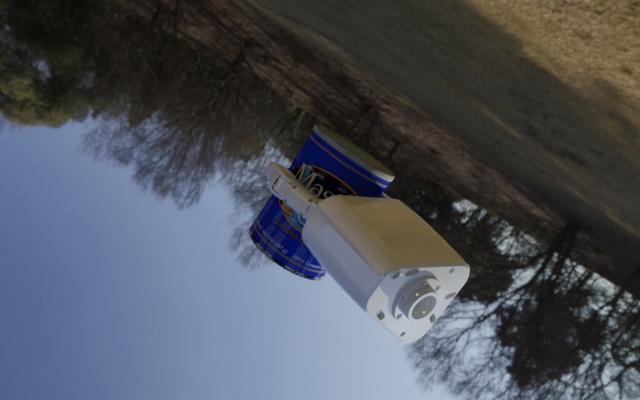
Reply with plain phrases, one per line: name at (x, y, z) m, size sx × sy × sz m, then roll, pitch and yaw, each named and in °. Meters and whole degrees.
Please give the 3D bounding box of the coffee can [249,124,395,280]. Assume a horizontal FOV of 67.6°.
coffee can at (0.000, 0.001, 0.530) m, size 0.103 × 0.140 × 0.102 m, roll 32°, pitch 12°, yaw -8°
